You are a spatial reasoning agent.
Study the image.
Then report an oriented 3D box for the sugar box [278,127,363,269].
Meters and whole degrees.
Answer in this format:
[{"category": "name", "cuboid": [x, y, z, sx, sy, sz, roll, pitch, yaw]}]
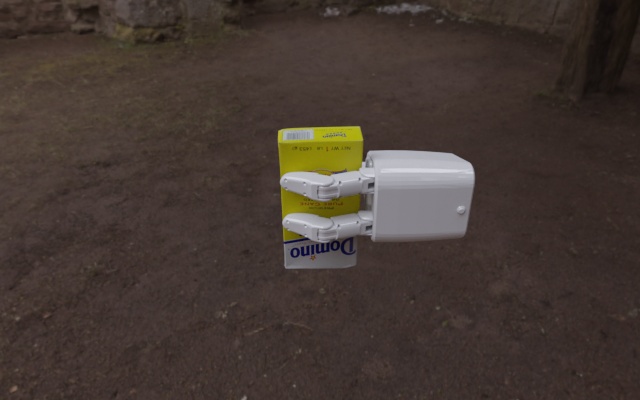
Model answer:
[{"category": "sugar box", "cuboid": [0.000, 0.002, 0.564, 0.093, 0.176, 0.048, -1, 30, -1]}]
